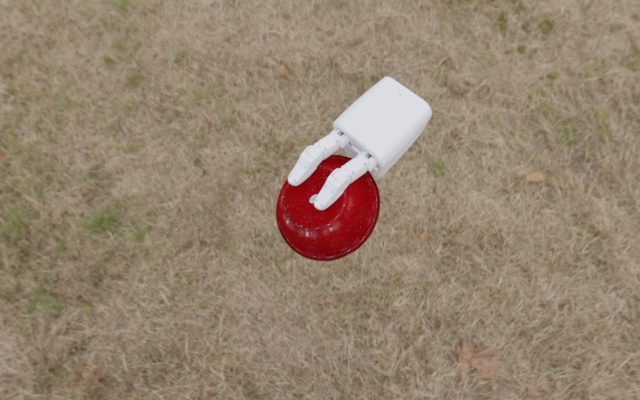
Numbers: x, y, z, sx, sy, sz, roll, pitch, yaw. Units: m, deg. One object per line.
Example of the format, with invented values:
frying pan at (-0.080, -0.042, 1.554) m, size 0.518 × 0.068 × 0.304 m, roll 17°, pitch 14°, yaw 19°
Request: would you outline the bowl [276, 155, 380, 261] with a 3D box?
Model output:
bowl at (-0.001, 0.003, 0.676) m, size 0.162 × 0.162 × 0.055 m, roll 0°, pitch -15°, yaw 21°
